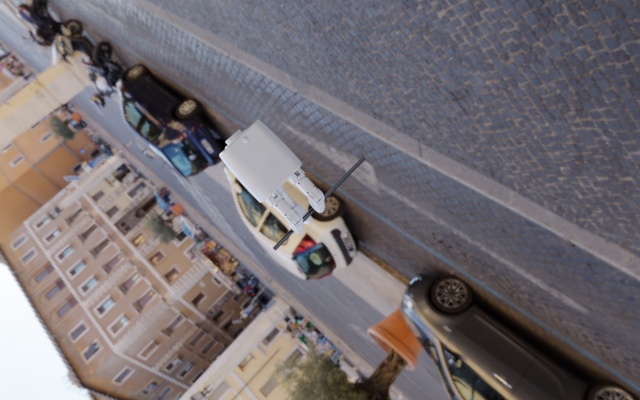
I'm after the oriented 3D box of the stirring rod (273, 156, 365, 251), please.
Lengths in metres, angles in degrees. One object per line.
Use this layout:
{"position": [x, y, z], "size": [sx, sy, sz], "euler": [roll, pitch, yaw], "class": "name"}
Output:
{"position": [0.000, 0.003, 0.867], "size": [0.239, 0.011, 0.011], "euler": [-45, 15, -15], "class": "stirring rod"}
